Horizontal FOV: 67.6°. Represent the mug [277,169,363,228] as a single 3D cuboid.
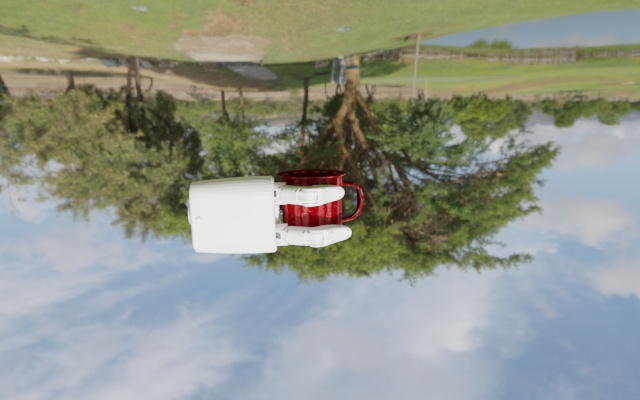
[{"bbox_3d":[0.002,0.002,0.654,0.117,0.081,0.093,-2,10,-2],"label":"mug"}]
